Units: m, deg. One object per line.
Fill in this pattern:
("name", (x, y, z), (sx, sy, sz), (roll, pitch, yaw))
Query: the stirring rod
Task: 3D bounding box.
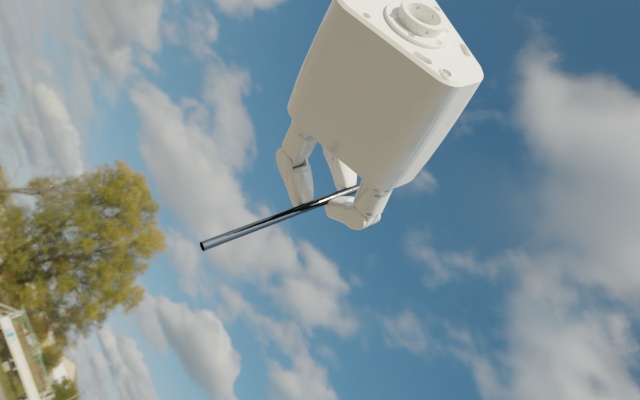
("stirring rod", (0.000, 0.001, 0.442), (0.239, 0.011, 0.011), (-20, 12, -34))
